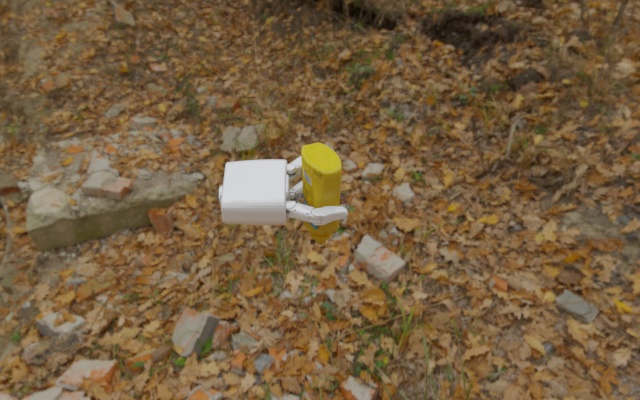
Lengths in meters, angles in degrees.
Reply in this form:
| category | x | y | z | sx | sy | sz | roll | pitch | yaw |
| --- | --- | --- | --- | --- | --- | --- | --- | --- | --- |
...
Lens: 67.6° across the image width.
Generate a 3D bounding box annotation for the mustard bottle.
| category | x | y | z | sx | sy | sz | roll | pitch | yaw |
| --- | --- | --- | --- | --- | --- | --- | --- | --- | --- |
| mustard bottle | 0.000 | 0.002 | 0.835 | 0.058 | 0.192 | 0.096 | -16 | 40 | -20 |
